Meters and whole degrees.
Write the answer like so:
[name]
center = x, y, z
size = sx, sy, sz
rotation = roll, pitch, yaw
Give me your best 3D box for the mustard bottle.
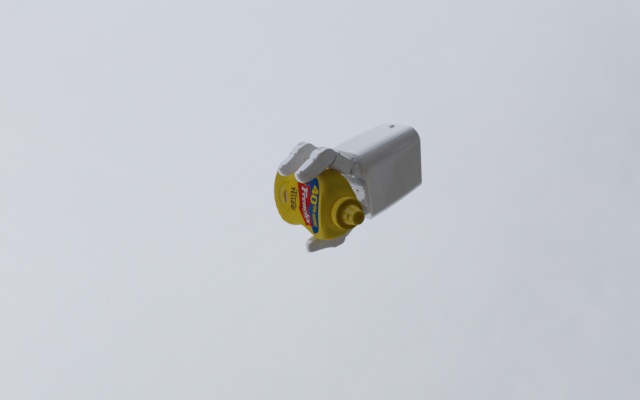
[mustard bottle]
center = 0.000, 0.002, 0.655
size = 0.058, 0.096, 0.191
rotation = -5, 14, -30
